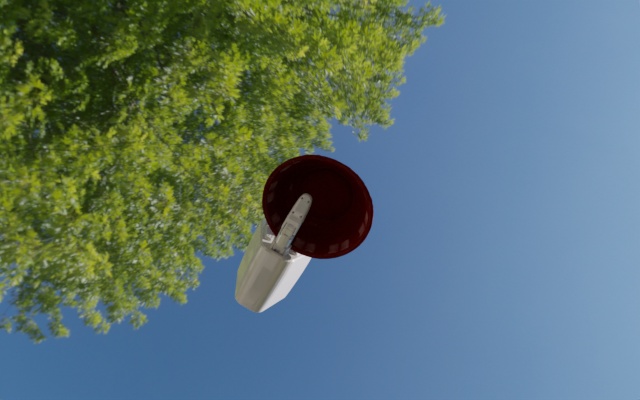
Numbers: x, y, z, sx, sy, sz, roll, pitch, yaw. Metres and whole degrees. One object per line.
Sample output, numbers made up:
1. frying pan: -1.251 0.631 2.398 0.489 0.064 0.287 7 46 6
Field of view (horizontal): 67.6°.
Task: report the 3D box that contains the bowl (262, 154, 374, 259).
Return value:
1. bowl: 0.001 0.001 0.692 0.162 0.162 0.055 0 24 15
